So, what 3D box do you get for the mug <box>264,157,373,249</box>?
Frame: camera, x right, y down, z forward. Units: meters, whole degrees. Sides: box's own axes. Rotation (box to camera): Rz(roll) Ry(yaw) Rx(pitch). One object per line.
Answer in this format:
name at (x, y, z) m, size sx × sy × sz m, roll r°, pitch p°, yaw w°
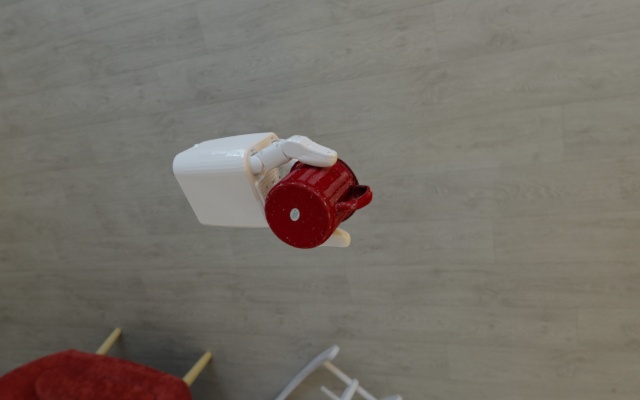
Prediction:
mug at (0.001, 0.002, 0.533) m, size 0.117 × 0.093 × 0.081 m, roll -2°, pitch 22°, yaw 23°
